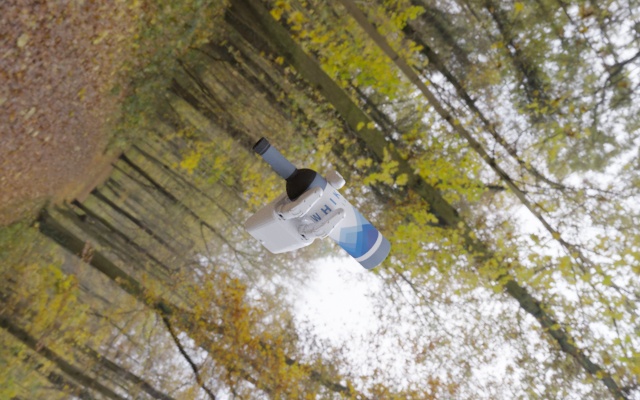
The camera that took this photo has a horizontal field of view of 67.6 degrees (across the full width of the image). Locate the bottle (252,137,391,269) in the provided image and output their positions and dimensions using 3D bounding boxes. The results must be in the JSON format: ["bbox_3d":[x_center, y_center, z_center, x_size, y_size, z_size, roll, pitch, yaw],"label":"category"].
[{"bbox_3d":[0.000,0.003,0.817,0.296,0.069,0.069,43,-17,-19],"label":"bottle"}]
